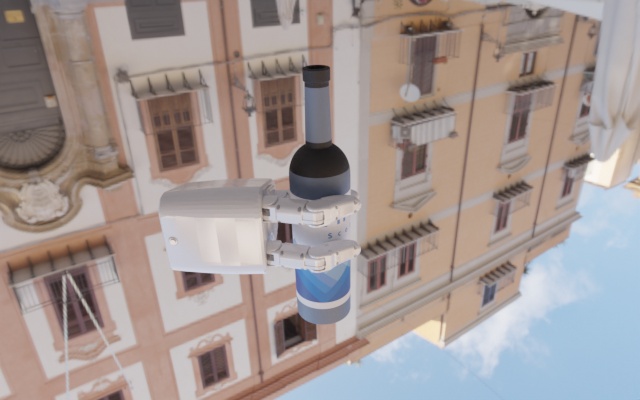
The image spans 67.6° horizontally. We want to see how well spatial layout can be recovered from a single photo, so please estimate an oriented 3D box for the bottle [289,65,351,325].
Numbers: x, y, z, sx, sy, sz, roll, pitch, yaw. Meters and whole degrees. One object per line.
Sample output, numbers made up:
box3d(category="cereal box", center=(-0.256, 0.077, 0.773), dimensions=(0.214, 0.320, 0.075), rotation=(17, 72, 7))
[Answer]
box3d(category="bottle", center=(0.000, 0.002, 0.531), dimensions=(0.069, 0.296, 0.069), rotation=(-2, 27, 1))
